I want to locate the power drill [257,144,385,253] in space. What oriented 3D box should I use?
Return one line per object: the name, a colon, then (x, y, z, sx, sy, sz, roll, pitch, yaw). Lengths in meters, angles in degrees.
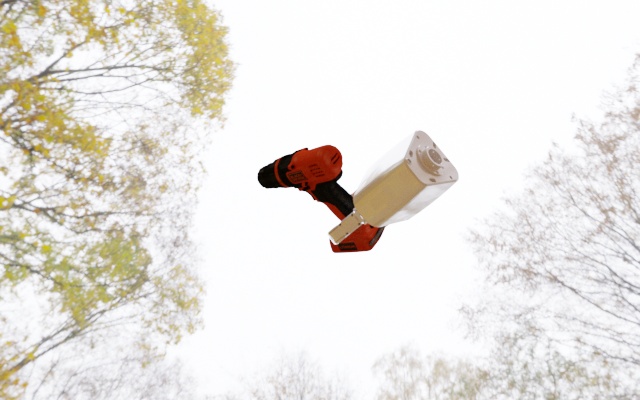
power drill: (0.001, 0.003, 0.751, 0.184, 0.188, 0.057, -9, 37, 51)
